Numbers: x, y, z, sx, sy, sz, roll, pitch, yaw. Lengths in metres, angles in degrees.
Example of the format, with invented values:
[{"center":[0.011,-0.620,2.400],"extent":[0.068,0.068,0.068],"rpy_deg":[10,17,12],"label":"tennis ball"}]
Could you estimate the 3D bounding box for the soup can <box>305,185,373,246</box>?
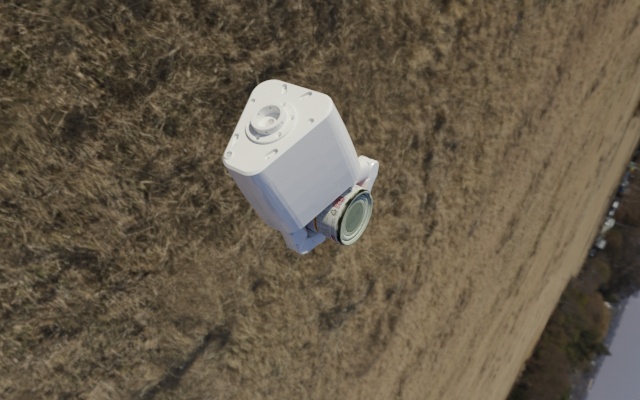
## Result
[{"center":[0.000,0.002,0.547],"extent":[0.102,0.068,0.068],"rpy_deg":[24,12,30],"label":"soup can"}]
